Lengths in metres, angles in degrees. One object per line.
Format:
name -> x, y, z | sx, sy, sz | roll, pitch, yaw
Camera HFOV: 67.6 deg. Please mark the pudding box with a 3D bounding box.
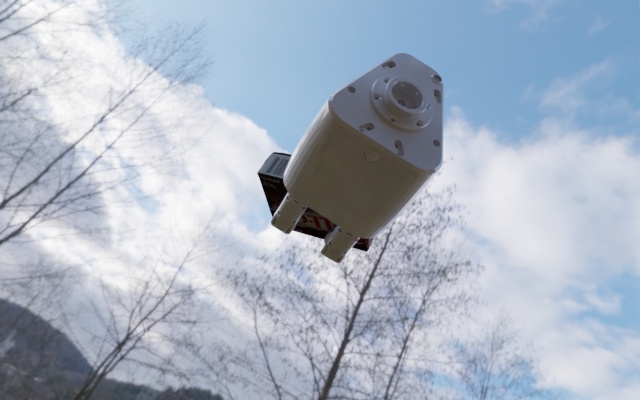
pudding box -> 0.000, 0.001, 0.488 | 0.113, 0.039, 0.090 | 16, -36, 21
